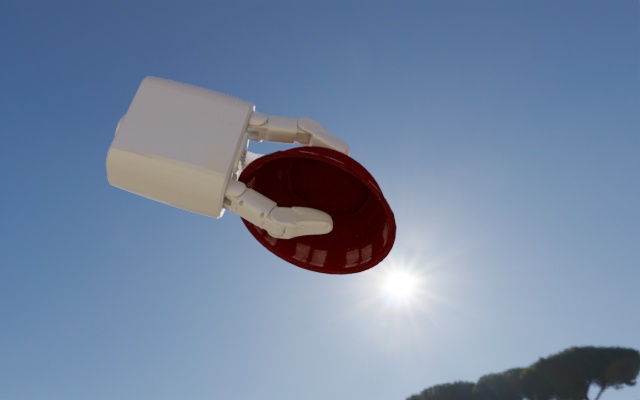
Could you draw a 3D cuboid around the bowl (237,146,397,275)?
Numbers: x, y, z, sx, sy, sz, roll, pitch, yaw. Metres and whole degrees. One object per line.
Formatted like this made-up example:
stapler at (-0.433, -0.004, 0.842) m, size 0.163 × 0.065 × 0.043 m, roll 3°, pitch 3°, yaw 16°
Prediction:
bowl at (0.001, 0.002, 0.475) m, size 0.162 × 0.162 × 0.055 m, roll 0°, pitch 41°, yaw 24°
